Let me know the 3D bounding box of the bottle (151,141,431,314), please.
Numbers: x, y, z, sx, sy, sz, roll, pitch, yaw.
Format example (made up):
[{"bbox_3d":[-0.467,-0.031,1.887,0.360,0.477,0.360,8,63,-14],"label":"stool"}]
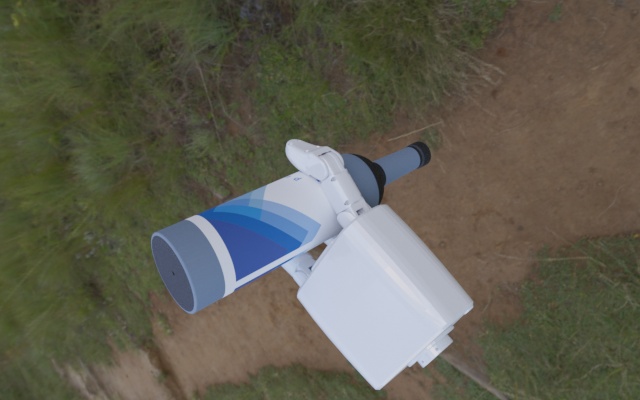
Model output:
[{"bbox_3d":[0.000,0.001,0.435,0.295,0.069,0.069,-26,15,-34],"label":"bottle"}]
